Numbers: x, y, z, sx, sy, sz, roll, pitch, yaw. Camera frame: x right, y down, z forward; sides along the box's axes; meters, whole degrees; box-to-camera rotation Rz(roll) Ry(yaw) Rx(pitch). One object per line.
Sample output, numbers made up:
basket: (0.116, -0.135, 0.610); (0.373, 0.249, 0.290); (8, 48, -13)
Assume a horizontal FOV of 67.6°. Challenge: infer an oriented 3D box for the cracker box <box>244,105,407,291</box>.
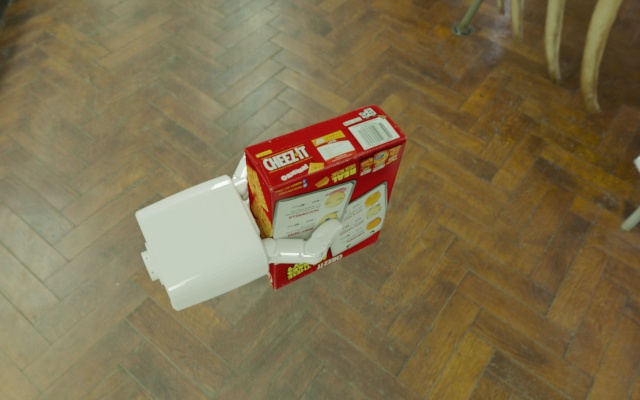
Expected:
cracker box: (0.000, 0.002, 0.576); (0.164, 0.072, 0.214); (-23, -31, -19)
